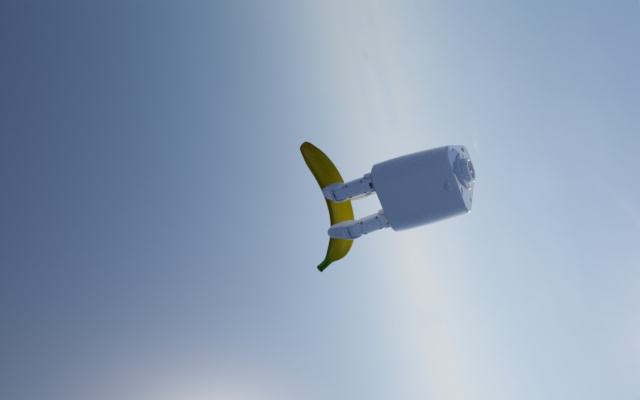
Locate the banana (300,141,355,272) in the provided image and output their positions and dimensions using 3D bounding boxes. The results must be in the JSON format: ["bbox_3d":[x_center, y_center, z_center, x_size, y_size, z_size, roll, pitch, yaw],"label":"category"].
[{"bbox_3d":[0.016,0.004,0.724,0.069,0.197,0.037,-5,-9,-35],"label":"banana"}]
